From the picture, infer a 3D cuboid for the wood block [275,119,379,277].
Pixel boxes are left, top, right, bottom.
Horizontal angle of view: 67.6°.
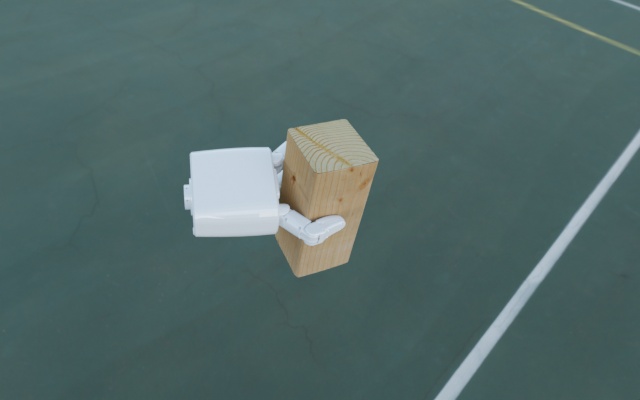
[{"bbox_3d":[0.000,0.002,0.667,0.090,0.206,0.090,-13,50,-23],"label":"wood block"}]
